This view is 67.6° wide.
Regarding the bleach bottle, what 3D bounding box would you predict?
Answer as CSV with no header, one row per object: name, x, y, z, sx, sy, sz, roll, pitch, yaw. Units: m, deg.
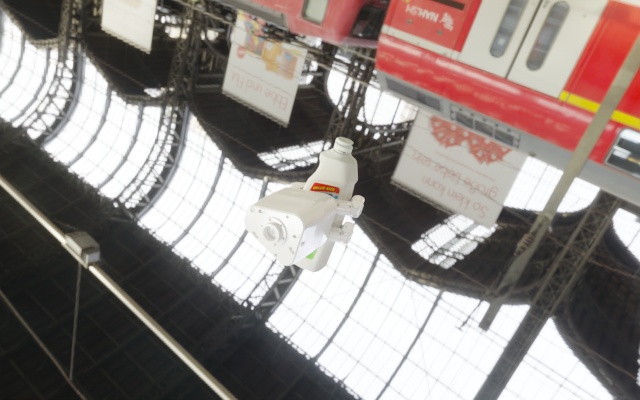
bleach bottle,0.000,0.003,0.861,0.102,0.251,0.068,28,27,20
